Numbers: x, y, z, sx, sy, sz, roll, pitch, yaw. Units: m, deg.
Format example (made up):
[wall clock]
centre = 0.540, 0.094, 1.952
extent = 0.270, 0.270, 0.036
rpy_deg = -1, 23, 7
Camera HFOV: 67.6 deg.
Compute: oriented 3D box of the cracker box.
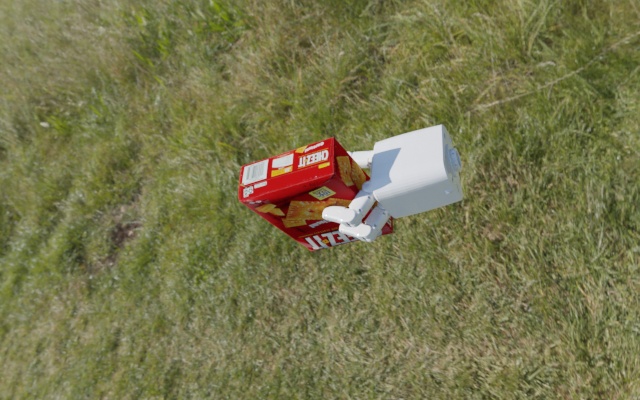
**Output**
[cracker box]
centre = 0.000, 0.002, 0.755
extent = 0.164, 0.072, 0.214
rpy_deg = -15, -33, 26
